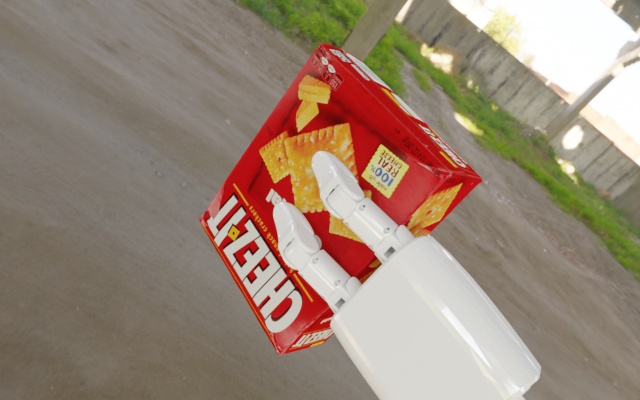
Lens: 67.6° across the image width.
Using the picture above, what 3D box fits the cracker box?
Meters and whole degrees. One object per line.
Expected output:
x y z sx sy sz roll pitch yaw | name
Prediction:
0.000 0.001 0.414 0.072 0.214 0.164 5 41 -52 | cracker box
